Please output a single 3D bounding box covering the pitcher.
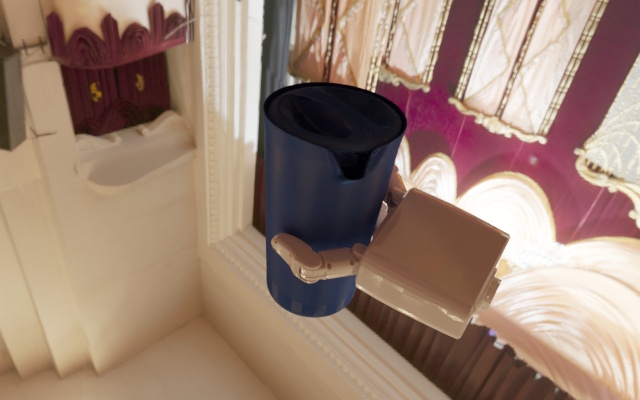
[{"bbox_3d":[0.000,0.002,0.516,0.145,0.243,0.149,26,40,22],"label":"pitcher"}]
